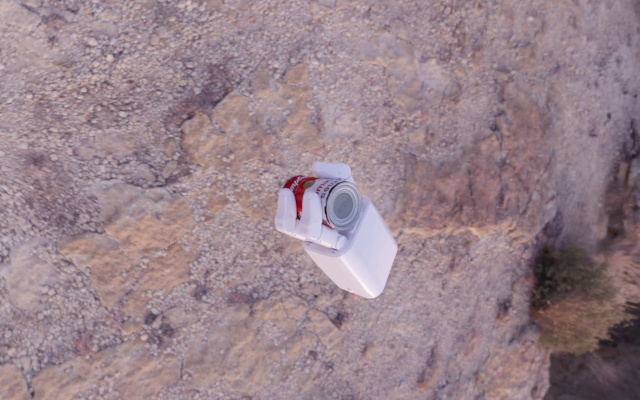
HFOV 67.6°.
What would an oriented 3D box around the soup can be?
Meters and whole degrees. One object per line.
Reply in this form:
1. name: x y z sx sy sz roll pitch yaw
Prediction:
1. soup can: 0.000 0.002 0.662 0.068 0.068 0.102 0 7 -40
